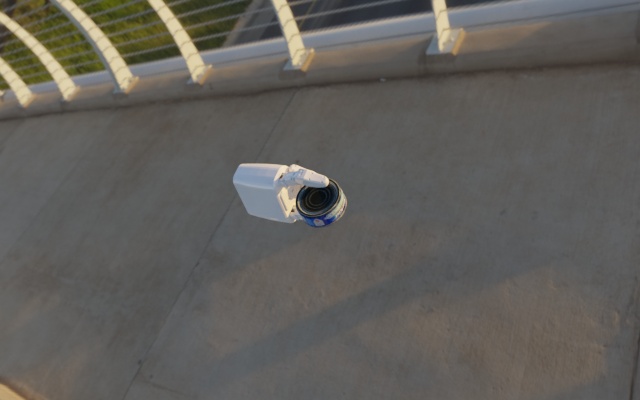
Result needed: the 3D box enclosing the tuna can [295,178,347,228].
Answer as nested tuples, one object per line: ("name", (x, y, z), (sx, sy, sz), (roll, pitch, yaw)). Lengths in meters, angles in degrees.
("tuna can", (0.000, 0.002, 0.831), (0.086, 0.086, 0.034), (0, -34, 24))
